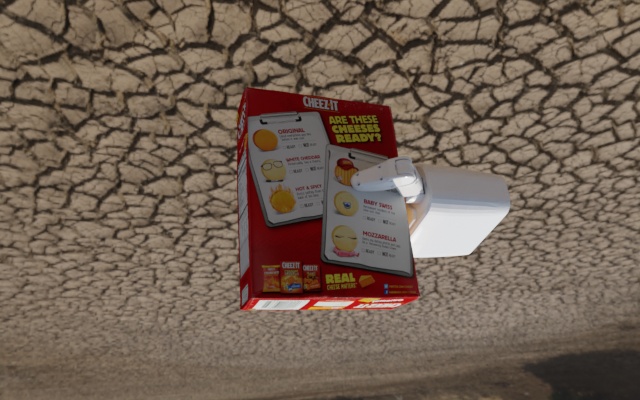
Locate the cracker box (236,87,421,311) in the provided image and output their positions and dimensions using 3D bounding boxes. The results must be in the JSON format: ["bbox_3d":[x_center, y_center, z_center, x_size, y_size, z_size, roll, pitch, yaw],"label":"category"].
[{"bbox_3d":[0.000,0.002,0.485,0.164,0.213,0.072,3,-24,-20],"label":"cracker box"}]
